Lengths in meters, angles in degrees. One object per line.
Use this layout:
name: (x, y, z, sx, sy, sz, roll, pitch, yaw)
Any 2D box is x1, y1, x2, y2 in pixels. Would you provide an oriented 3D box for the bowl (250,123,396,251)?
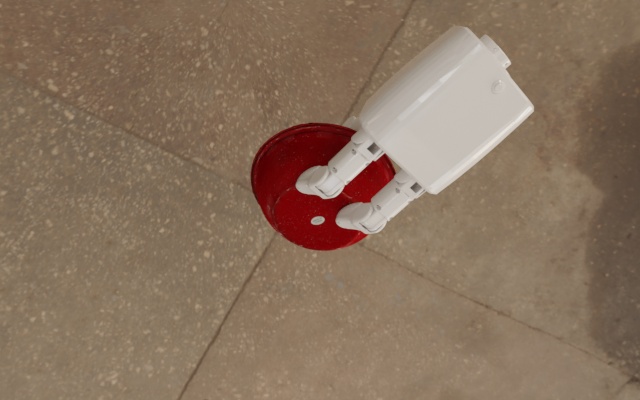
bowl: (-0.001, 0.003, 0.501, 0.162, 0.162, 0.055, 0, 40, 9)
